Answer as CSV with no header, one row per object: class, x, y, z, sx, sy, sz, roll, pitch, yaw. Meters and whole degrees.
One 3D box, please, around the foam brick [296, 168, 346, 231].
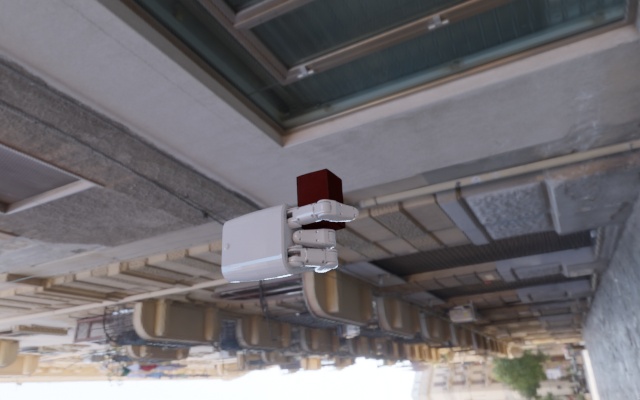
foam brick,0.000,0.002,0.684,0.051,0.078,0.053,-14,-25,24
